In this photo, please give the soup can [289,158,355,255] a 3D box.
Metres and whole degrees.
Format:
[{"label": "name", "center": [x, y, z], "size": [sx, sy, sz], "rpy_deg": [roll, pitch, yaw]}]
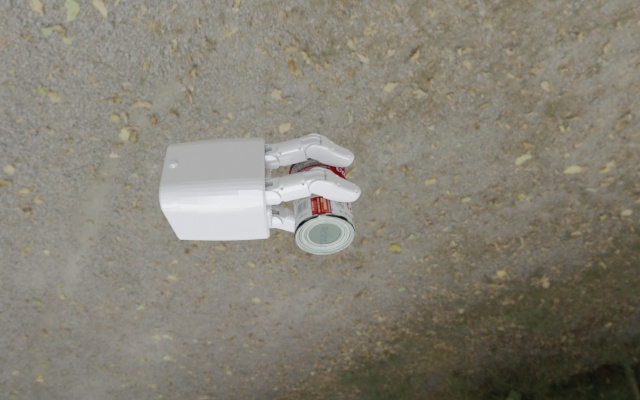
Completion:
[{"label": "soup can", "center": [0.001, 0.002, 0.545], "size": [0.068, 0.102, 0.069], "rpy_deg": [-4, -43, -3]}]
